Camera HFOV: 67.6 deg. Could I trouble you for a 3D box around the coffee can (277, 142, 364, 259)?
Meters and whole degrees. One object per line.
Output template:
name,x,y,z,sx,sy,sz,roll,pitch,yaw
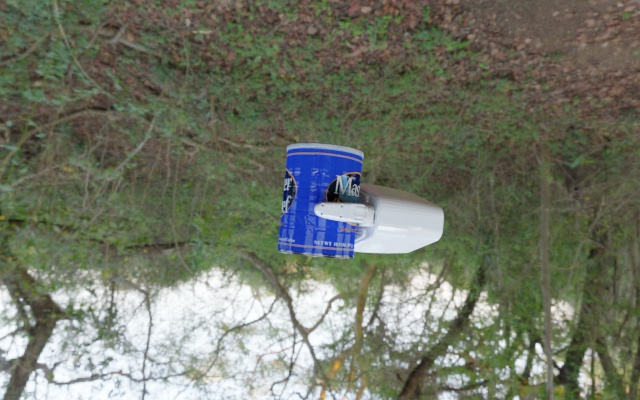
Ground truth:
coffee can,0.000,0.002,0.633,0.103,0.140,0.103,5,-4,0
